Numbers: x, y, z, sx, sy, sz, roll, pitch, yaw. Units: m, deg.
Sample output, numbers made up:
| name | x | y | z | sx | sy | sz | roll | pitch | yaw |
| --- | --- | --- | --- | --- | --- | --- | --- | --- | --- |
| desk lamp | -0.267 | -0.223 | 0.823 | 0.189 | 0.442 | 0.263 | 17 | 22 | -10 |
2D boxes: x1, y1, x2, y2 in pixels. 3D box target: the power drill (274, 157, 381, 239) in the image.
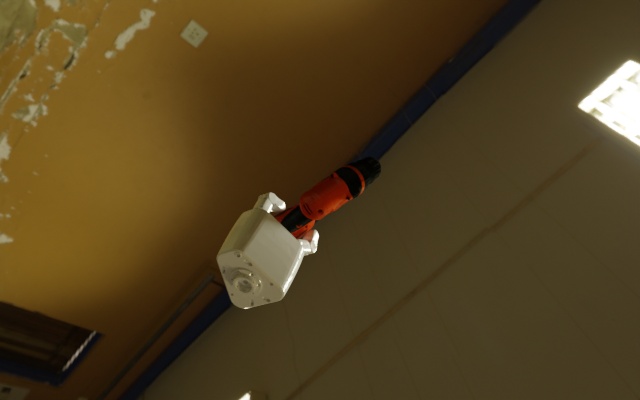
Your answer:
| name | x | y | z | sx | sy | sz | roll | pitch | yaw |
| --- | --- | --- | --- | --- | --- | --- | --- | --- | --- |
| power drill | 0.000 | 0.003 | 0.795 | 0.184 | 0.057 | 0.188 | -31 | -6 | -43 |
